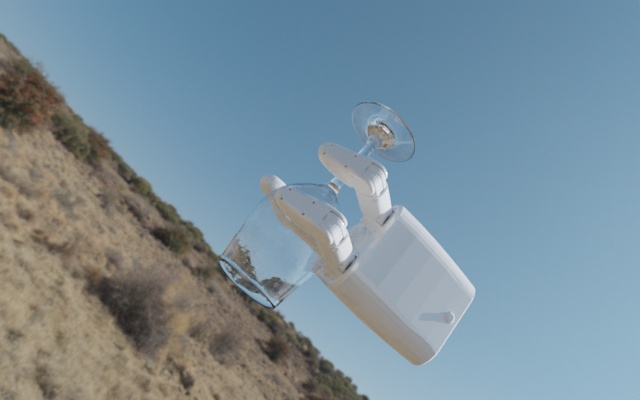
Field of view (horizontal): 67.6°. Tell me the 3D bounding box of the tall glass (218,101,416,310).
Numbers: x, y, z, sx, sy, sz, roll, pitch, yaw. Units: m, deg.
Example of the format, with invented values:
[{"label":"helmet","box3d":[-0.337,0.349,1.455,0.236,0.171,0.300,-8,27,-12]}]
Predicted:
[{"label":"tall glass","box3d":[0.000,0.001,0.429,0.201,0.079,0.079,-47,23,-23]}]
